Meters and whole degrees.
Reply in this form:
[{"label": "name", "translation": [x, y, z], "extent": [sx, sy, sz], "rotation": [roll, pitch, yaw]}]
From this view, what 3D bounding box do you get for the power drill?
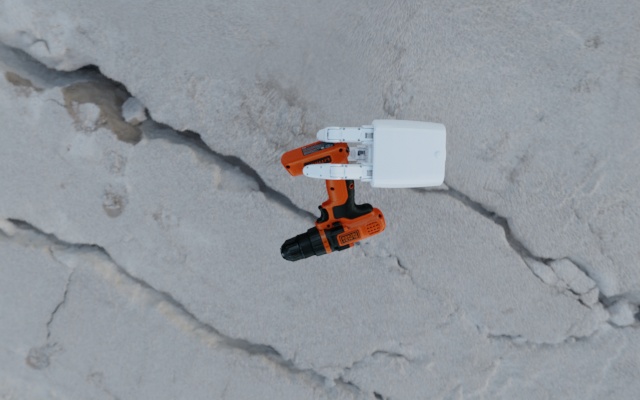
[{"label": "power drill", "translation": [0.000, 0.002, 0.777], "extent": [0.184, 0.188, 0.057], "rotation": [-20, 28, -2]}]
